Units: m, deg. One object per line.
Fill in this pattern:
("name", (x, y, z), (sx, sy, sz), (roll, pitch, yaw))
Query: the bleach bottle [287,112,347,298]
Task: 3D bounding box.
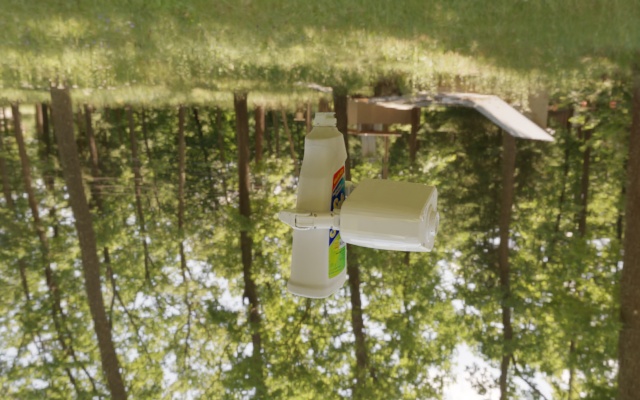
("bleach bottle", (0.000, 0.002, 0.678), (0.068, 0.251, 0.102), (6, 10, 24))
